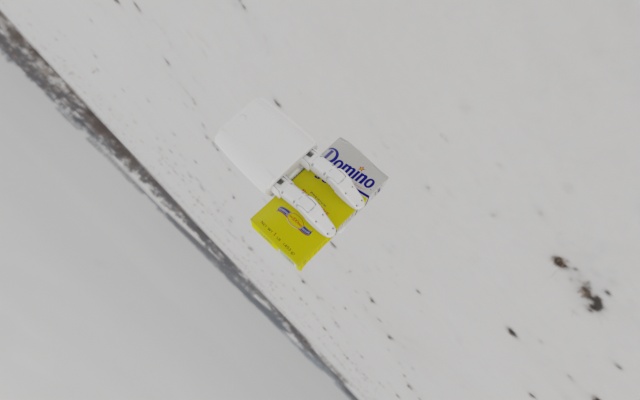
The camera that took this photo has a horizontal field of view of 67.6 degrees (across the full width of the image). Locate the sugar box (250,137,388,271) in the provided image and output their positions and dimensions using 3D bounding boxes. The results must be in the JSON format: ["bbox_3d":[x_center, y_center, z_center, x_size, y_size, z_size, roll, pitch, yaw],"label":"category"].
[{"bbox_3d":[0.000,0.002,0.652,0.093,0.176,0.048,42,-14,11],"label":"sugar box"}]
